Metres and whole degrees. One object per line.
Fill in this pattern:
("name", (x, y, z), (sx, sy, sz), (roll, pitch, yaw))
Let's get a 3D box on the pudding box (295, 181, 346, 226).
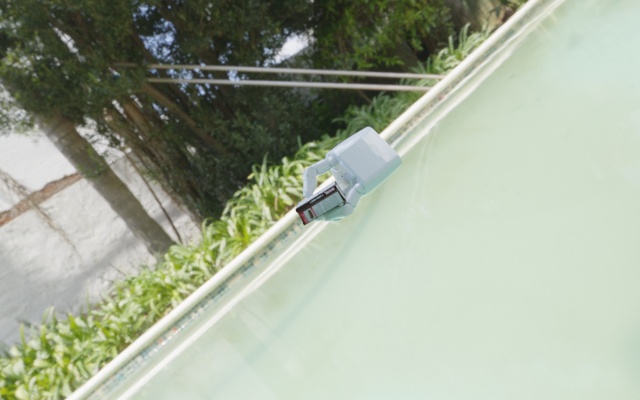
("pudding box", (0.000, 0.003, 0.897), (0.090, 0.039, 0.113), (-32, 3, 4))
